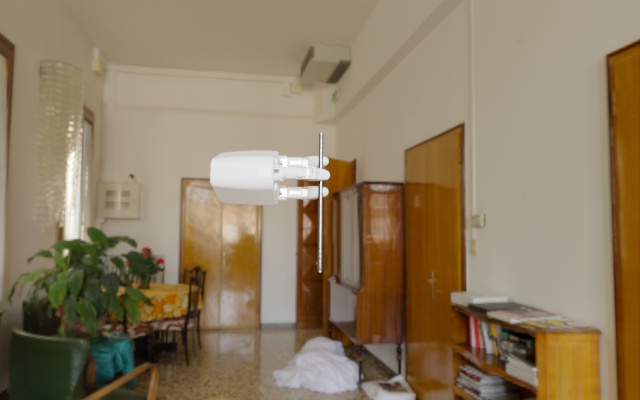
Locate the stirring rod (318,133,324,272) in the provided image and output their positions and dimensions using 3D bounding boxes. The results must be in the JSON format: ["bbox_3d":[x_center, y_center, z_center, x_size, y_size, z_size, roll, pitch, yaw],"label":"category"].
[{"bbox_3d":[0.000,0.003,0.827,0.011,0.239,0.011,1,-4,0],"label":"stirring rod"}]
